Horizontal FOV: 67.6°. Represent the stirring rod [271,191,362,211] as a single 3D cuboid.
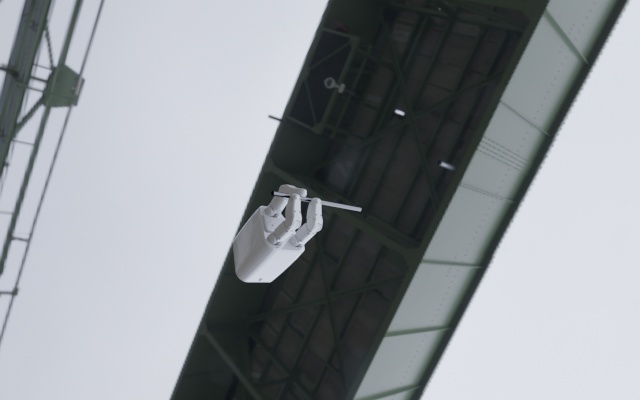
[{"bbox_3d":[0.000,0.003,0.897,0.011,0.011,0.239,0,-7,43],"label":"stirring rod"}]
